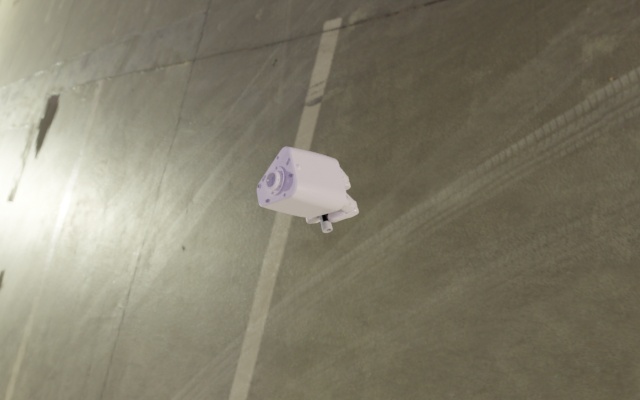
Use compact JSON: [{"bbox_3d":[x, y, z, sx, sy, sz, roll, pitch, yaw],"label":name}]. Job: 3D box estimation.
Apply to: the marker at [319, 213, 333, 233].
[{"bbox_3d":[0.000,0.003,0.891,0.020,0.121,0.020,-11,-28,-6],"label":"marker"}]
